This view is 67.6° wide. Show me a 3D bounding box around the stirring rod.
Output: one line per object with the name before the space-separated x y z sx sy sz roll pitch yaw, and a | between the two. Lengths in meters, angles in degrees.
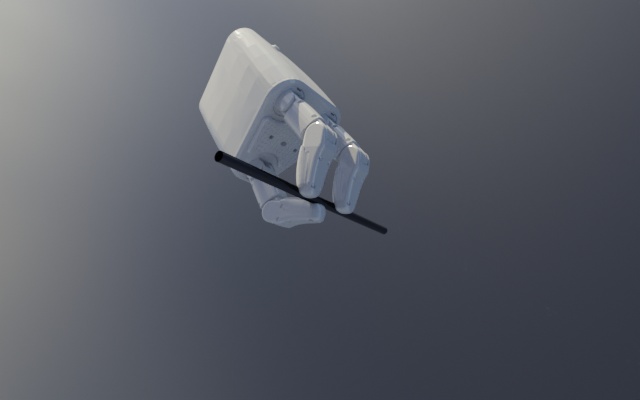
stirring rod | 0.000 0.001 0.409 0.011 0.011 0.239 0 -15 35
